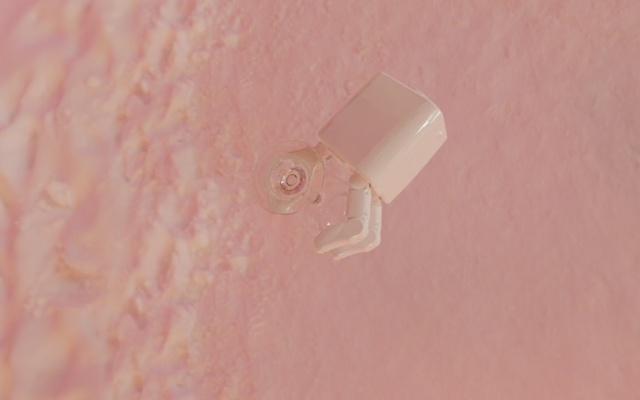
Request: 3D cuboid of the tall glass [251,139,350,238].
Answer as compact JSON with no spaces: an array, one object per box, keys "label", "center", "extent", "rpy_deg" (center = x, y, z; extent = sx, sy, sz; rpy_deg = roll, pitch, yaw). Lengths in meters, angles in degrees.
[{"label":"tall glass","center":[0.000,0.002,0.538],"extent":[0.079,0.079,0.201],"rpy_deg":[0,-15,19]}]
